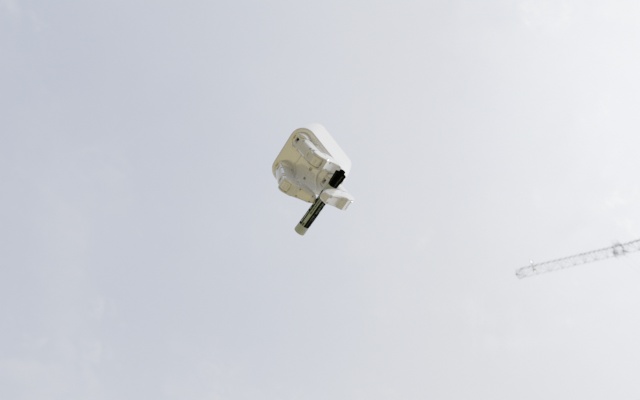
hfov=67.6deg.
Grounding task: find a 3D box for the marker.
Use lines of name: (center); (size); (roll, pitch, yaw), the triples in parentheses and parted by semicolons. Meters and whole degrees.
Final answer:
marker: (0.000, 0.002, 0.720); (0.020, 0.121, 0.020); (31, 20, -13)
